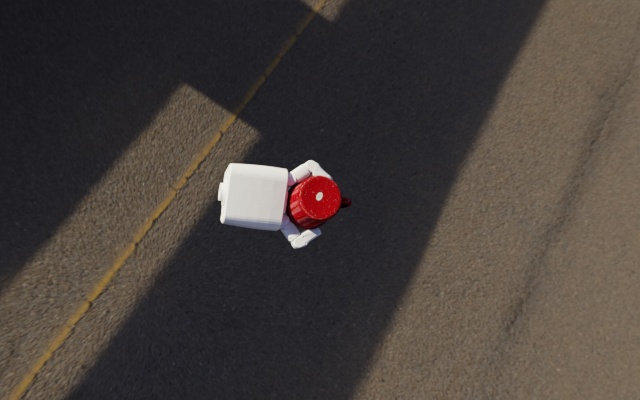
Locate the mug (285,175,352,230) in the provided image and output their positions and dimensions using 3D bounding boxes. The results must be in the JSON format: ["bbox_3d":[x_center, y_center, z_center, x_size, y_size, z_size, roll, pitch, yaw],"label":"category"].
[{"bbox_3d":[0.002,0.003,0.864,0.117,0.093,0.081,5,-11,-17],"label":"mug"}]
